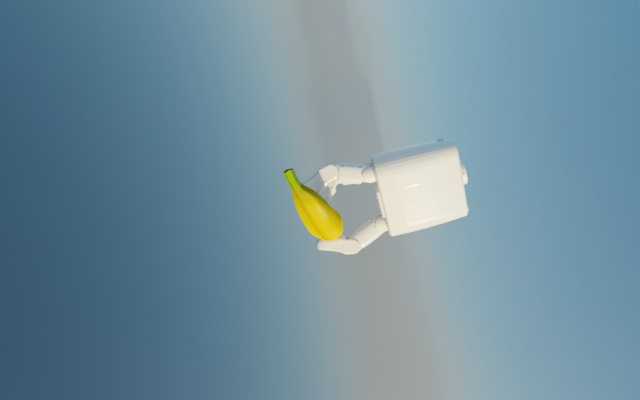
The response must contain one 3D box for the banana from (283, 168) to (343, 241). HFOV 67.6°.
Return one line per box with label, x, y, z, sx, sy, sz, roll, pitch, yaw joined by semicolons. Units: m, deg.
banana;0.004;0.018;0.599;0.037;0.069;0.198;-17;-19;8
